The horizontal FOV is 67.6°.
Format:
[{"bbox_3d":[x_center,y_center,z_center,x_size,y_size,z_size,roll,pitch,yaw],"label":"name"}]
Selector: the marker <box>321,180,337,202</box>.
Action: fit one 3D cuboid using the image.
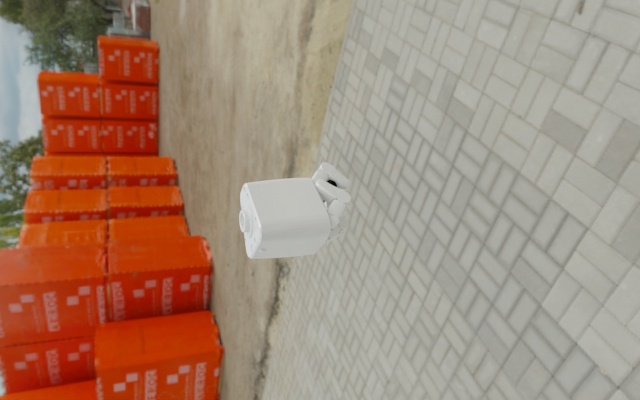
[{"bbox_3d":[0.000,0.003,0.800,0.020,0.020,0.121,0,-30,-22],"label":"marker"}]
